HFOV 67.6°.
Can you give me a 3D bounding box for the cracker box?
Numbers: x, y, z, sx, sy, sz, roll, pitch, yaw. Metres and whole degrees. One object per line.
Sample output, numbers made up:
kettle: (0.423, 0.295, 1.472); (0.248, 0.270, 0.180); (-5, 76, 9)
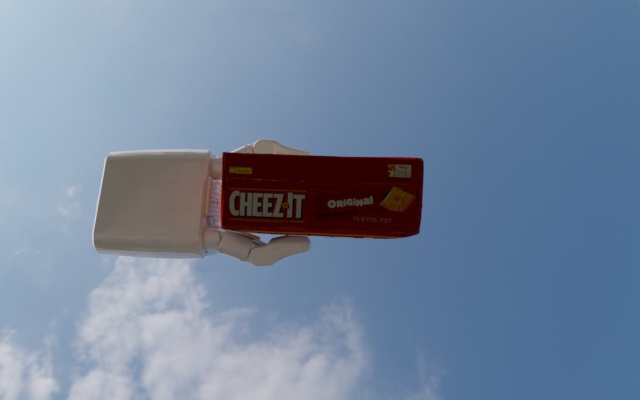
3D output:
cracker box: (0.000, 0.001, 0.485); (0.164, 0.072, 0.214); (1, -3, 0)
